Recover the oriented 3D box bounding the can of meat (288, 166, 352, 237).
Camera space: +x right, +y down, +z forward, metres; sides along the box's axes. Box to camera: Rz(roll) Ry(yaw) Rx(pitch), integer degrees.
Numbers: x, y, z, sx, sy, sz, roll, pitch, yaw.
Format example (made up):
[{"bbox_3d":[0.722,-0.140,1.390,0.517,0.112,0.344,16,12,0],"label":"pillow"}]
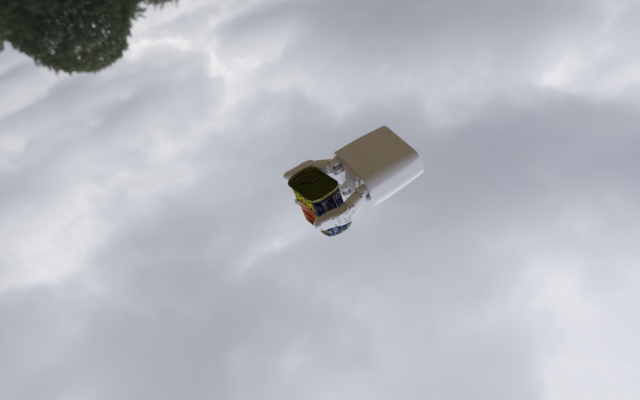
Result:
[{"bbox_3d":[0.000,0.003,0.790,0.057,0.084,0.102,-34,36,-15],"label":"can of meat"}]
